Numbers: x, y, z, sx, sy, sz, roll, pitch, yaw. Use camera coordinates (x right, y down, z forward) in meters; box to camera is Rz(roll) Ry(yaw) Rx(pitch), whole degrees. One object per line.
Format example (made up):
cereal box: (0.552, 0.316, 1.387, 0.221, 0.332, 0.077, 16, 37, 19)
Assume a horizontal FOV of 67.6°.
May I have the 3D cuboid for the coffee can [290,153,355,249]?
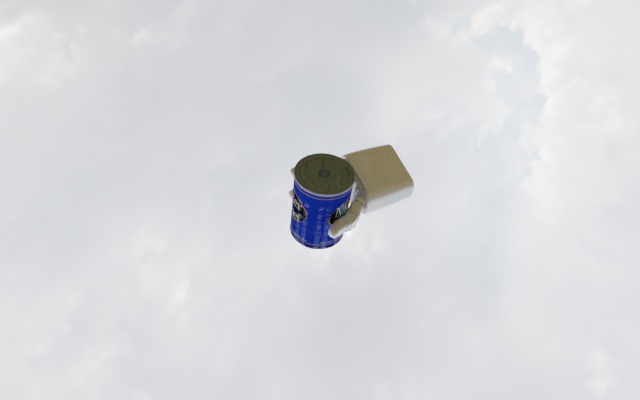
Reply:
coffee can: (0.000, 0.003, 0.841, 0.103, 0.102, 0.140, 4, -45, -4)
